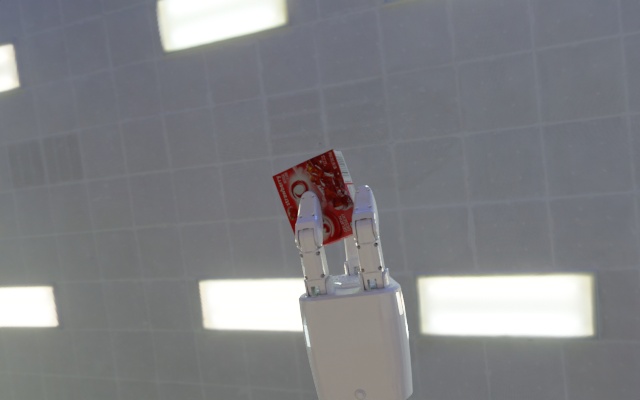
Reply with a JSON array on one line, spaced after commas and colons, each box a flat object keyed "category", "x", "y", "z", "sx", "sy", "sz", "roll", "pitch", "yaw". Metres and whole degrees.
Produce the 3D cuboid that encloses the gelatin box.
[{"category": "gelatin box", "x": 0.000, "y": 0.001, "z": 0.494, "sx": 0.073, "sy": 0.089, "sz": 0.030, "roll": -23, "pitch": -7, "yaw": 20}]
